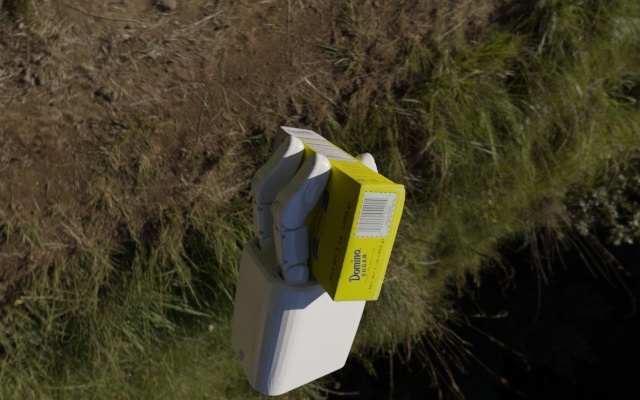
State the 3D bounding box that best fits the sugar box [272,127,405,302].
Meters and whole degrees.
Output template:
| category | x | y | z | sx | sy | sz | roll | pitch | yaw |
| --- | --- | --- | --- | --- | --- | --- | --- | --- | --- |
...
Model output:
| category | x | y | z | sx | sy | sz | roll | pitch | yaw |
| --- | --- | --- | --- | --- | --- | --- | --- | --- | --- |
| sugar box | 0.000 | 0.001 | 0.413 | 0.048 | 0.093 | 0.176 | 3 | 19 | -29 |
